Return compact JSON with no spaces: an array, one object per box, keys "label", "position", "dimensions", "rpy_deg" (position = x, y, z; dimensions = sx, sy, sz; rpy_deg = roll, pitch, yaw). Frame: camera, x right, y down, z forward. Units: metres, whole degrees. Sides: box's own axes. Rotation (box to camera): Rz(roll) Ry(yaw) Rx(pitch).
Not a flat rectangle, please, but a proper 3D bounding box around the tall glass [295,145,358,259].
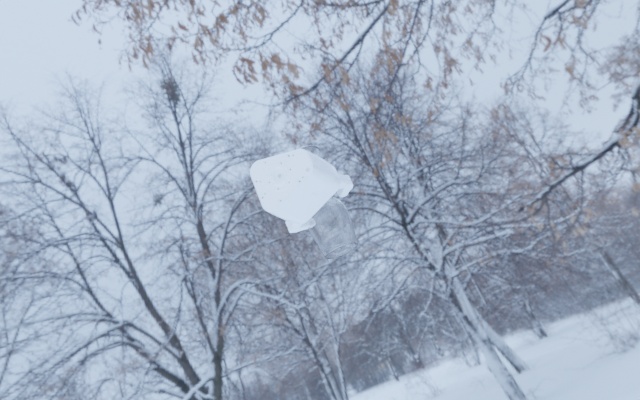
[{"label":"tall glass","position":[0.000,0.002,0.865],"dimensions":[0.079,0.201,0.079],"rpy_deg":[-20,-21,-8]}]
